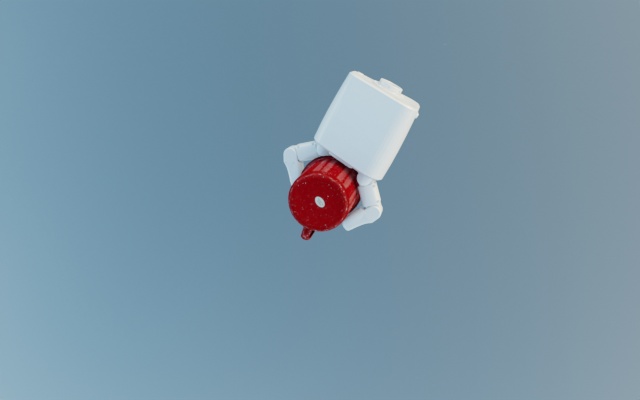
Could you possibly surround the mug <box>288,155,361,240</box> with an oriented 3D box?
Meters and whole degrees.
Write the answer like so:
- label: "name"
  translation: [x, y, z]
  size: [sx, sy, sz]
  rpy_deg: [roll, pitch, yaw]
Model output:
- label: "mug"
  translation: [-0.001, 0.003, 0.649]
  size: [0.093, 0.117, 0.081]
  rpy_deg: [28, 21, 4]
